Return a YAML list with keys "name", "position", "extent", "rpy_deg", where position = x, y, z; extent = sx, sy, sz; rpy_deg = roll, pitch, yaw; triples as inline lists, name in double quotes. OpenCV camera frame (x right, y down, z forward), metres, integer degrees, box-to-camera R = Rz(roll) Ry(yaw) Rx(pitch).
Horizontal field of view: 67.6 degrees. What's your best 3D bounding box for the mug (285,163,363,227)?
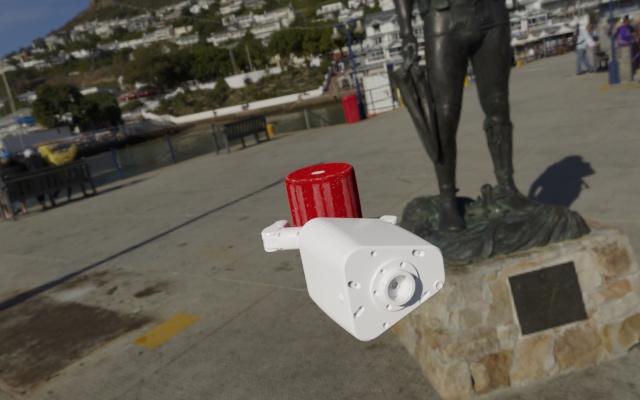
- name: "mug"
  position: [0.000, 0.001, 0.570]
  extent: [0.093, 0.081, 0.117]
  rpy_deg: [-17, 16, -21]
